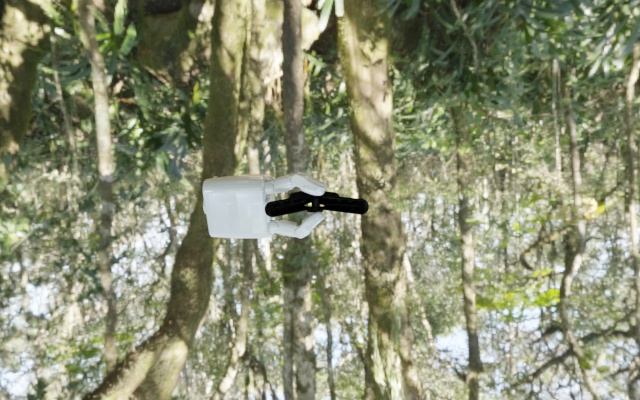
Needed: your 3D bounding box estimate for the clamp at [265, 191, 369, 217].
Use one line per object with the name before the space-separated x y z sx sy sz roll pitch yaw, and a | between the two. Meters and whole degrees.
clamp | 0.000 0.004 0.841 0.164 0.036 0.210 0 6 4
